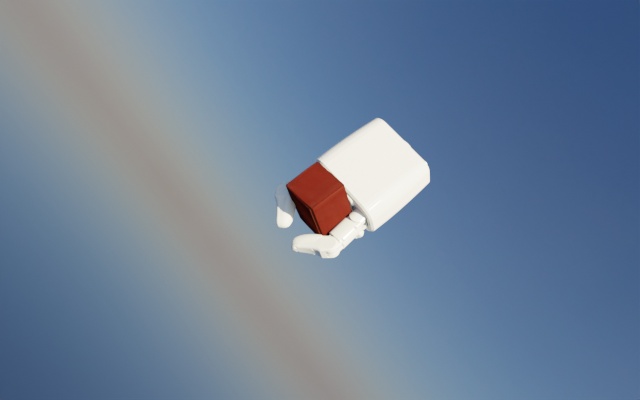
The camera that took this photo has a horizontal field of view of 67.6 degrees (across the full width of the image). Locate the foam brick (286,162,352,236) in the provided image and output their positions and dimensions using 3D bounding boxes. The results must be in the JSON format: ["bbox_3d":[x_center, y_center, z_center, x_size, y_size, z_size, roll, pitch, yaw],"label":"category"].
[{"bbox_3d":[0.000,0.002,0.587,0.053,0.051,0.078,44,-15,33],"label":"foam brick"}]
